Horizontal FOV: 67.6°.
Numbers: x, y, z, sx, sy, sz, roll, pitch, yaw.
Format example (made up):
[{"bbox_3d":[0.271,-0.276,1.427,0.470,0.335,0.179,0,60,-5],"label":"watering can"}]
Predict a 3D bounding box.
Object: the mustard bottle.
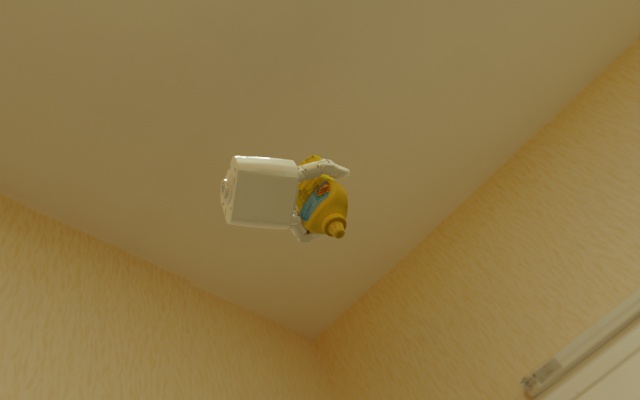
[{"bbox_3d":[0.000,0.003,0.841,0.058,0.096,0.191,30,18,-35],"label":"mustard bottle"}]
